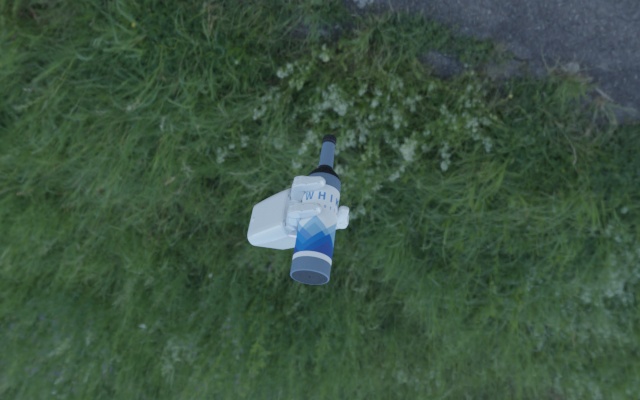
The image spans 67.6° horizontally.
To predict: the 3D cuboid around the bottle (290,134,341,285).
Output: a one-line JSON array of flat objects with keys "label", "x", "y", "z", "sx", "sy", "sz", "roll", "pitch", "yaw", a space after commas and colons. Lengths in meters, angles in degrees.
[{"label": "bottle", "x": 0.000, "y": 0.003, "z": 0.872, "sx": 0.069, "sy": 0.295, "sz": 0.069, "roll": 6, "pitch": -30, "yaw": 4}]
